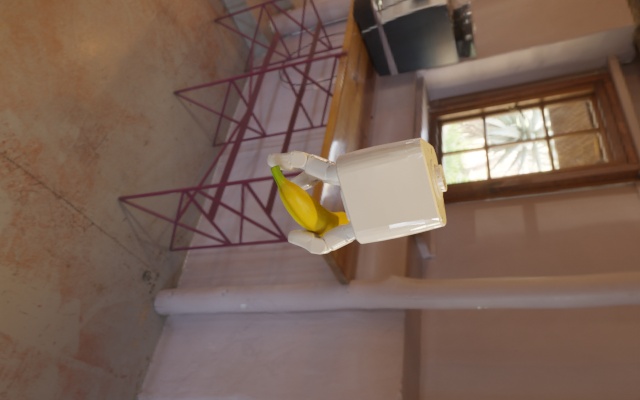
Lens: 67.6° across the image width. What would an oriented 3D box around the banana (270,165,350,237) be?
[{"bbox_3d":[0.000,0.018,0.653,0.037,0.069,0.198,-18,-29,22],"label":"banana"}]
